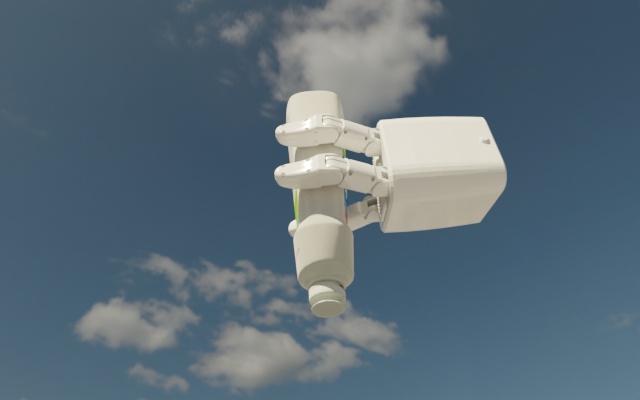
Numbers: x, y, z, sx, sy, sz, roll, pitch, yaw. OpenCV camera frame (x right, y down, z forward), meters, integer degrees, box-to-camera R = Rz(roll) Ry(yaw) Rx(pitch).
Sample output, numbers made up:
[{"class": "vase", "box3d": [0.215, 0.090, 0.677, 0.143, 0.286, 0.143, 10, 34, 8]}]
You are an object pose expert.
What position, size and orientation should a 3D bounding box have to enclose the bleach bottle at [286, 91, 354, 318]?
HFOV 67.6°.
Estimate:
[{"class": "bleach bottle", "box3d": [0.000, 0.001, 0.483, 0.068, 0.250, 0.103, -4, -41, 0]}]
